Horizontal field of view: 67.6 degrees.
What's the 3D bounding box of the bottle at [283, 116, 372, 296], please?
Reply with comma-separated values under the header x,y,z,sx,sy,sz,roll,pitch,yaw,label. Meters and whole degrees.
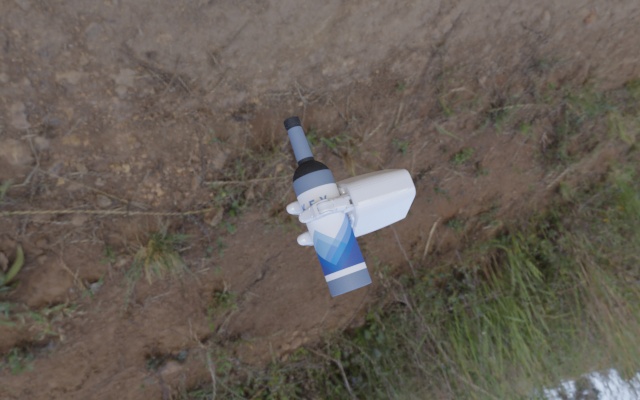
x,y,z,sx,sy,sz,roll,pitch,yaw,label
0.000,0.003,0.770,0.069,0.295,0.069,-19,-9,-3,bottle
